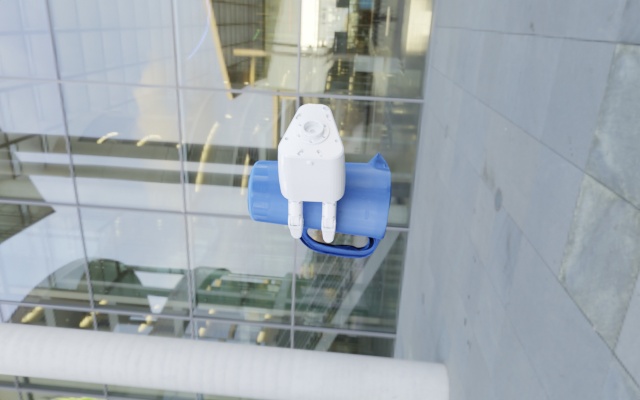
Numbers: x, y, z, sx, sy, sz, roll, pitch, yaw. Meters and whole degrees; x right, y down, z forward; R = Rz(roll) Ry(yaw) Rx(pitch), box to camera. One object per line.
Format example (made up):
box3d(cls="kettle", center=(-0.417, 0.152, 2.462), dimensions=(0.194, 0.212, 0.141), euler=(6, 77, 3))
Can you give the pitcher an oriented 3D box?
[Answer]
box3d(cls="pitcher", center=(0.000, 0.003, 0.841), dimensions=(0.243, 0.149, 0.145), euler=(4, -32, 3))
